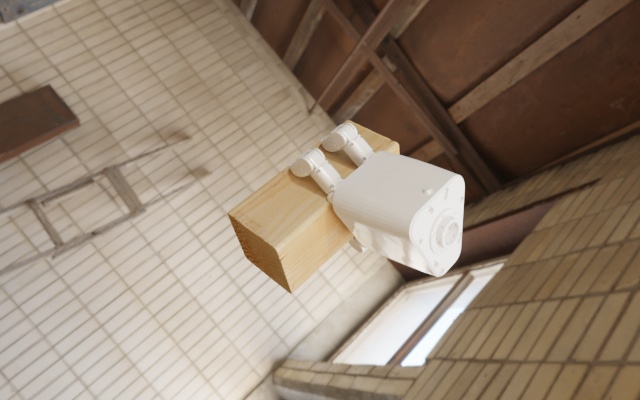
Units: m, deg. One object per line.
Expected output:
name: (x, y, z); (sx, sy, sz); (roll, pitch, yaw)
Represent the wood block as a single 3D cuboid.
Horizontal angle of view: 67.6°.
wood block: (0.001, 0.002, 0.593); (0.090, 0.091, 0.206); (31, 59, 34)
